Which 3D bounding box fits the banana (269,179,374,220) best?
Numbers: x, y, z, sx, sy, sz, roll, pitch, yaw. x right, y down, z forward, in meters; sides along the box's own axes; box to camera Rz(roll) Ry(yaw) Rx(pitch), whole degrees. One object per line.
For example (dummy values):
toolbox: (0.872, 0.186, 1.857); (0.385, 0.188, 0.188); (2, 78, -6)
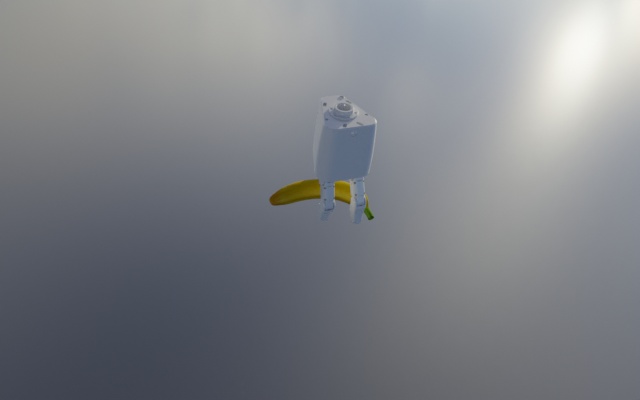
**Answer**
banana: (0.005, -0.011, 0.899); (0.198, 0.069, 0.037); (7, -41, -1)
